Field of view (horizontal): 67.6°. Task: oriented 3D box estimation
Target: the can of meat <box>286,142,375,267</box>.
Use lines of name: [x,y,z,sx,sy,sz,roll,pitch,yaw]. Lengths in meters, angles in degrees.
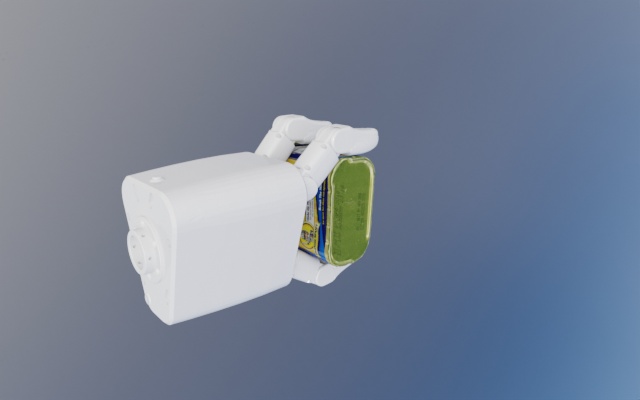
can of meat: [0.000,0.002,0.437,0.057,0.102,0.084,-11,20,-39]
